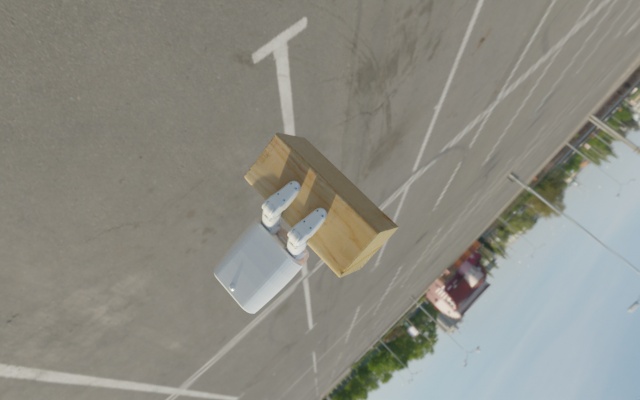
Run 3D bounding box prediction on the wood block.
[{"bbox_3d":[0.000,0.003,0.699,0.206,0.090,0.091,45,18,17],"label":"wood block"}]
